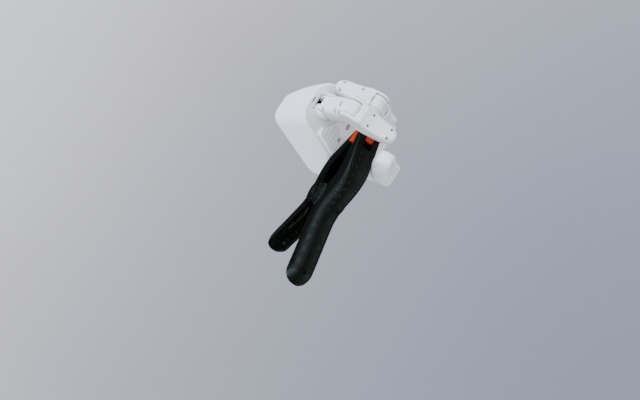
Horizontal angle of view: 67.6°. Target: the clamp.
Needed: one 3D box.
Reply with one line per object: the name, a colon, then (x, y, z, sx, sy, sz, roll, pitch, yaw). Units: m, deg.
clamp: (0.000, 0.001, 0.504, 0.039, 0.171, 0.120, 37, -8, -25)
